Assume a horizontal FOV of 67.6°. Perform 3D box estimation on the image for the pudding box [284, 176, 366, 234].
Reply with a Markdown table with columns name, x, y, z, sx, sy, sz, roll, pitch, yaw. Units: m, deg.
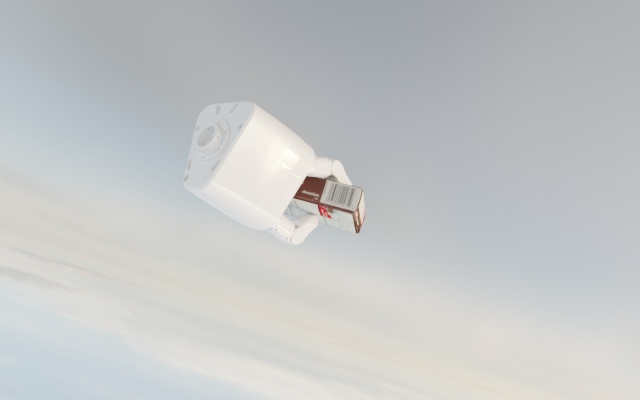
| name | x | y | z | sx | sy | sz | roll | pitch | yaw |
| --- | --- | --- | --- | --- | --- | --- | --- | --- | --- |
| pudding box | 0.000 | 0.002 | 0.627 | 0.113 | 0.039 | 0.090 | 16 | -16 | 13 |
